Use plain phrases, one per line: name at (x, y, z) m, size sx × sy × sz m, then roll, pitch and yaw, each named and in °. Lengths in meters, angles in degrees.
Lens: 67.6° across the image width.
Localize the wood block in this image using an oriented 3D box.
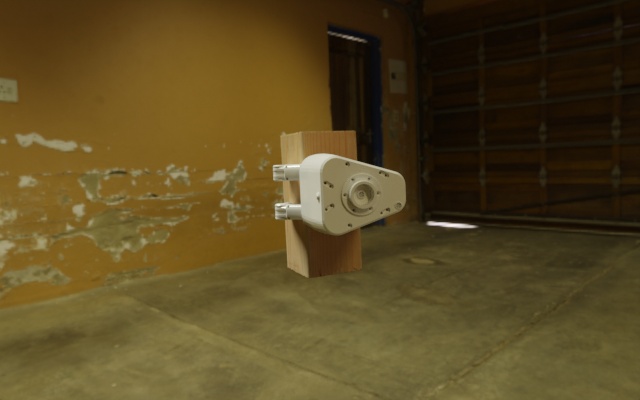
wood block at (0.001, 0.002, 0.722) m, size 0.091 × 0.206 × 0.090 m, roll -5°, pitch 5°, yaw -24°
